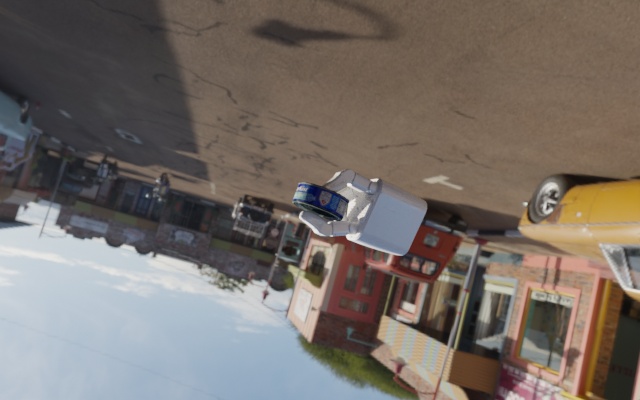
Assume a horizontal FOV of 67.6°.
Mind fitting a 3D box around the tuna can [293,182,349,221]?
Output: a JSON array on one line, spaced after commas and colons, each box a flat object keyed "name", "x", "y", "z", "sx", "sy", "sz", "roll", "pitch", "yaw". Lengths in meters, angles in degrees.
[{"name": "tuna can", "x": 0.000, "y": 0.003, "z": 0.753, "sx": 0.086, "sy": 0.033, "sz": 0.086, "roll": 20, "pitch": -9, "yaw": 3}]
